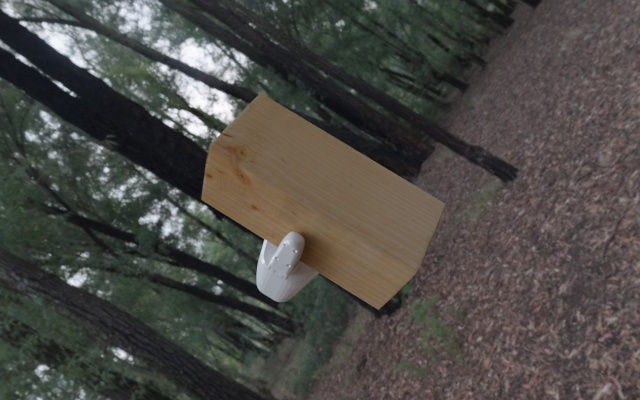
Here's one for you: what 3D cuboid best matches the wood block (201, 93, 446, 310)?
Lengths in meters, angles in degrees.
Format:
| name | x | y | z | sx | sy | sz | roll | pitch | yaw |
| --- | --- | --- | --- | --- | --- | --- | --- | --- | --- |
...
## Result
| name | x | y | z | sx | sy | sz | roll | pitch | yaw |
| --- | --- | --- | --- | --- | --- | --- | --- | --- | --- |
| wood block | 0.000 | 0.002 | 0.460 | 0.206 | 0.090 | 0.090 | 31 | -38 | 3 |
